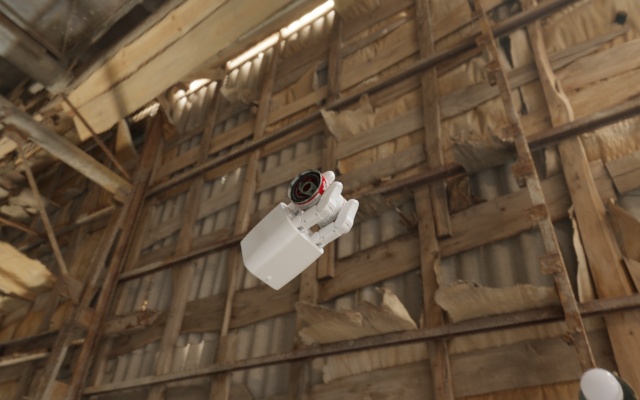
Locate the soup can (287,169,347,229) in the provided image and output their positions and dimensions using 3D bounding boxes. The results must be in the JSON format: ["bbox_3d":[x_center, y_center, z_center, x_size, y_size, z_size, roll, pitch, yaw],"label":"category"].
[{"bbox_3d":[0.001,0.002,0.820,0.068,0.068,0.102,0,-32,40],"label":"soup can"}]
